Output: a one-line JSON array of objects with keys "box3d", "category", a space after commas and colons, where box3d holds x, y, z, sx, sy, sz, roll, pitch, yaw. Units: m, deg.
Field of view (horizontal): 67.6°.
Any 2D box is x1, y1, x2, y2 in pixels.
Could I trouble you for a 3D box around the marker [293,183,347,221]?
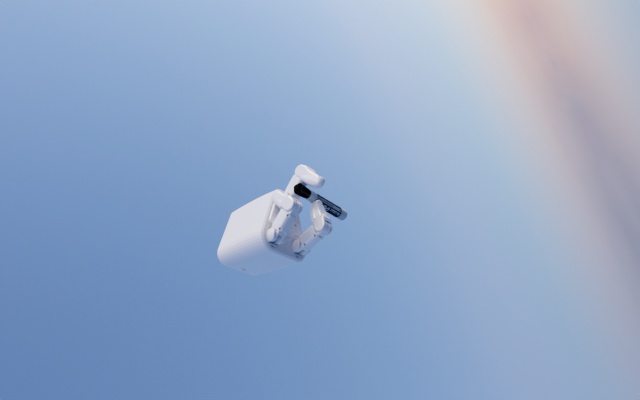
[{"box3d": [0.000, 0.002, 0.763, 0.020, 0.020, 0.121, 0, -22, 43], "category": "marker"}]
